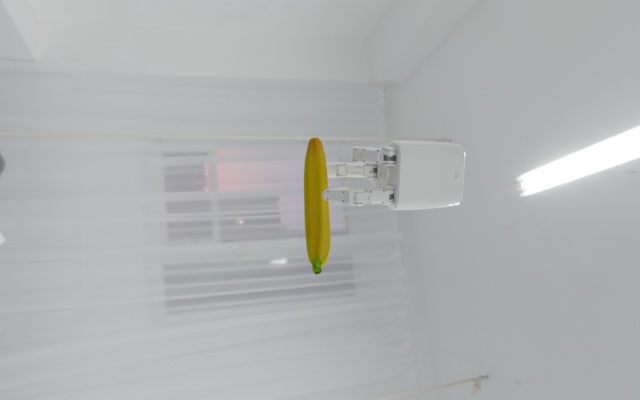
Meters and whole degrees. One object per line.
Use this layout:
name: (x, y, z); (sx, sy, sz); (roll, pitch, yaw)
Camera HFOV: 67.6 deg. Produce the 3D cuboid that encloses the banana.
banana: (-0.003, 0.010, 0.695); (0.037, 0.197, 0.070); (0, -14, -11)
